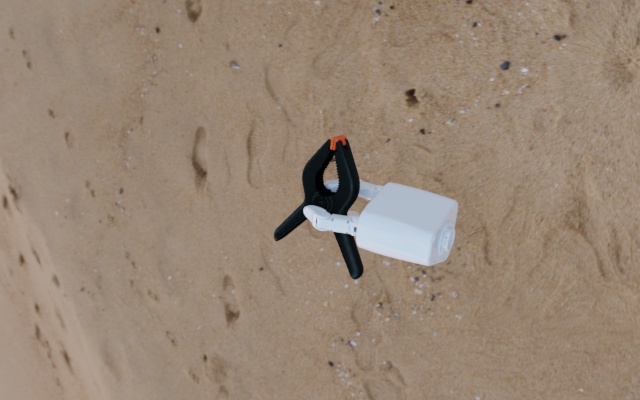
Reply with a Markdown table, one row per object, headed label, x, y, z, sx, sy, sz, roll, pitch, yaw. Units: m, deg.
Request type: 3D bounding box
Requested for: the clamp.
| label | x | y | z | sx | sy | sz | roll | pitch | yaw |
| --- | --- | --- | --- | --- | --- | --- | --- | --- | --- |
| clamp | 0.000 | 0.002 | 0.723 | 0.164 | 0.210 | 0.036 | 15 | 22 | 29 |
